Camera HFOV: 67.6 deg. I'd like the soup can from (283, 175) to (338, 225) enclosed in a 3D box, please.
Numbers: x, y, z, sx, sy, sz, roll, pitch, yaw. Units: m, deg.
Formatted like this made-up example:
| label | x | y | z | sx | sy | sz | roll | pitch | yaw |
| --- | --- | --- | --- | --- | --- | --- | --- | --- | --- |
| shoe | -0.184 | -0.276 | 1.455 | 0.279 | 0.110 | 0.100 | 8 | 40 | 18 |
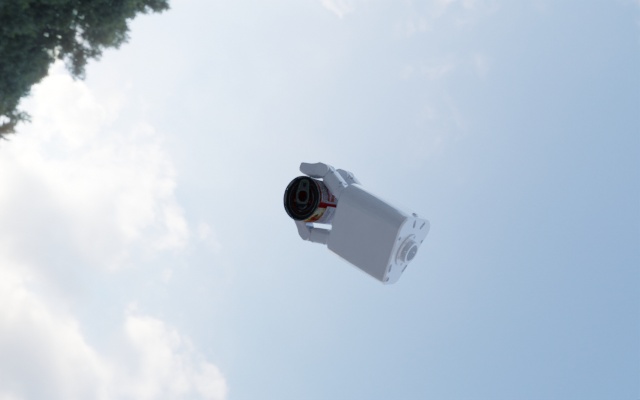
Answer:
| label | x | y | z | sx | sy | sz | roll | pitch | yaw |
| --- | --- | --- | --- | --- | --- | --- | --- | --- | --- |
| soup can | 0.000 | 0.002 | 0.743 | 0.068 | 0.068 | 0.102 | 0 | -7 | 36 |
